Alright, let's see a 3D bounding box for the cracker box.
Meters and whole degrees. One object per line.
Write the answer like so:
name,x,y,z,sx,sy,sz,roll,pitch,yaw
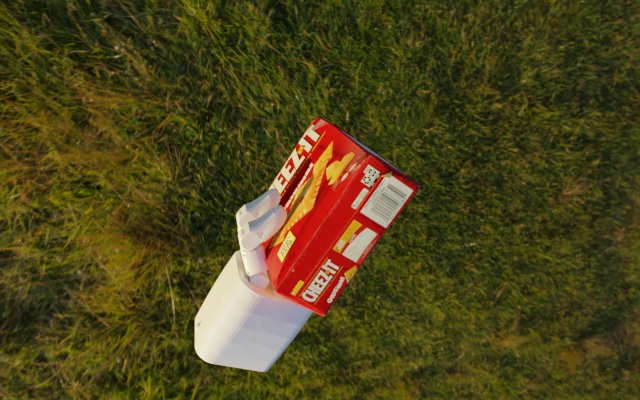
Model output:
cracker box,0.000,0.002,0.547,0.072,0.164,0.213,31,10,-22
